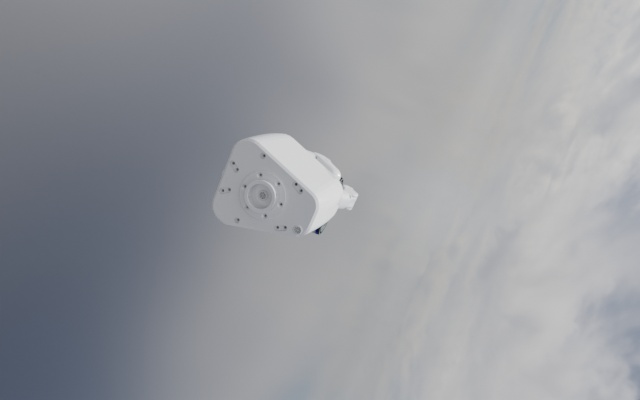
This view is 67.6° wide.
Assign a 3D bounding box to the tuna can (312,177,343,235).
[{"bbox_3d":[0.001,0.002,0.647,0.034,0.086,0.086,23,3,7],"label":"tuna can"}]
